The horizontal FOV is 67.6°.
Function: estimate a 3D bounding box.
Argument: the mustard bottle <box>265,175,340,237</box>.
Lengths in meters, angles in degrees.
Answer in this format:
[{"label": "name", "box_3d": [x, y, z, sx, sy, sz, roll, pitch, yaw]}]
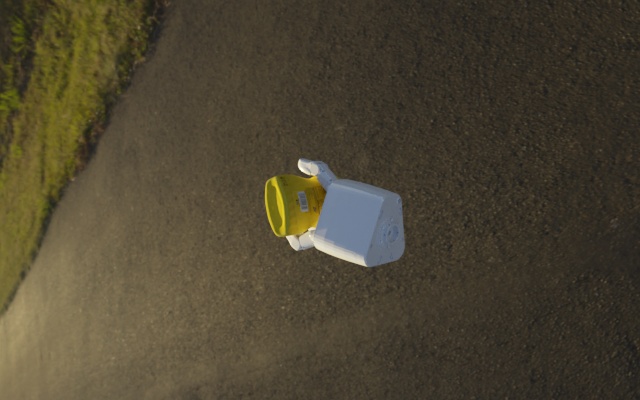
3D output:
[{"label": "mustard bottle", "box_3d": [0.000, 0.003, 0.806, 0.191, 0.096, 0.058, -6, -9, -43]}]
